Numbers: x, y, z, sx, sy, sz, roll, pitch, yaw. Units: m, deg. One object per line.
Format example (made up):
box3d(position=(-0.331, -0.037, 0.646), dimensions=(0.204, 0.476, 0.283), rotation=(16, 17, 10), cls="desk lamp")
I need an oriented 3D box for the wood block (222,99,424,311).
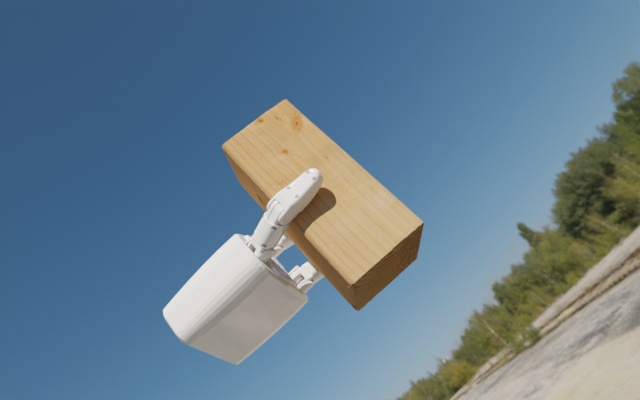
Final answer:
box3d(position=(0.000, 0.002, 0.502), dimensions=(0.090, 0.206, 0.091), rotation=(-39, -26, -14), cls="wood block")
